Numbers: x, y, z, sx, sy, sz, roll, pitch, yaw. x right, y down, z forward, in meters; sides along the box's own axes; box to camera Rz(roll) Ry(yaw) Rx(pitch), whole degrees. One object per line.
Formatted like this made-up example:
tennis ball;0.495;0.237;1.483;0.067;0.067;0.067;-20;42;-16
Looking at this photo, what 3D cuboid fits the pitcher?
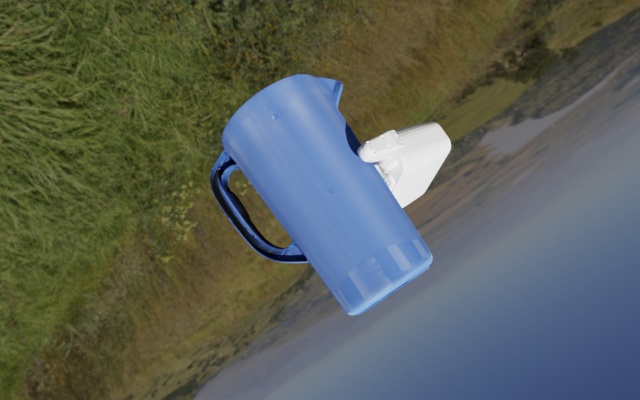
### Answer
pitcher;0.000;0.002;0.518;0.145;0.242;0.149;-24;-16;-40
